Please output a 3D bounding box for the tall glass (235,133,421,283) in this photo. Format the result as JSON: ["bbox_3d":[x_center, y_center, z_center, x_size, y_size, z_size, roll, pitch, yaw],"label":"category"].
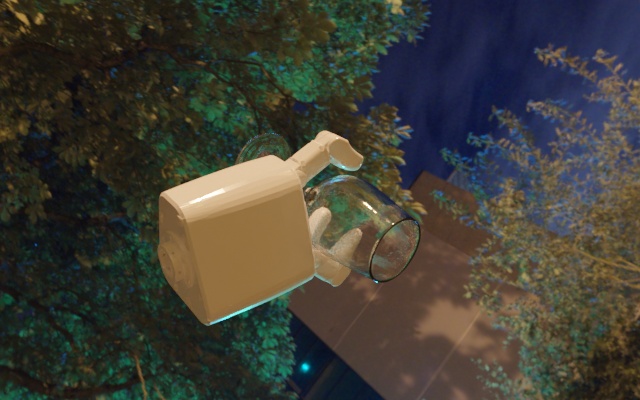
[{"bbox_3d":[0.000,0.001,0.462,0.079,0.079,0.201,0,24,-45],"label":"tall glass"}]
